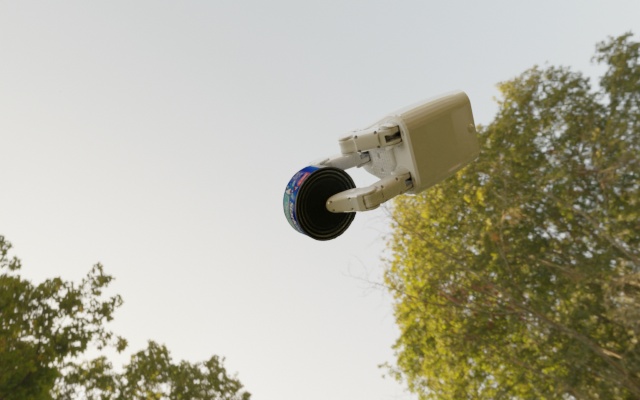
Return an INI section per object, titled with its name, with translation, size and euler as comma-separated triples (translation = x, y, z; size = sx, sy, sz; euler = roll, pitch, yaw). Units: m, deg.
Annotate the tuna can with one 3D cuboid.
[tuna can]
translation = 0.000, 0.002, 0.551
size = 0.086, 0.086, 0.033
euler = 0, 9, -34
